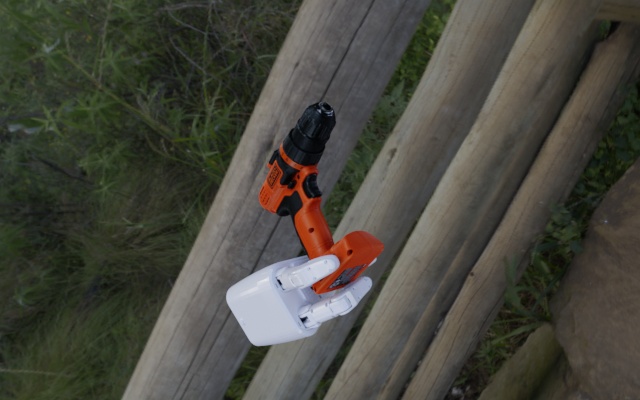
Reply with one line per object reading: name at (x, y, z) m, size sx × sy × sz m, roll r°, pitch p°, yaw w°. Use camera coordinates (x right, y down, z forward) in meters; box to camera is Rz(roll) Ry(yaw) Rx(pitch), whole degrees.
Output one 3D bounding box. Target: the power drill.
power drill at (0.000, 0.002, 0.577) m, size 0.057 × 0.187 × 0.184 m, roll -9°, pitch -32°, yaw -34°
